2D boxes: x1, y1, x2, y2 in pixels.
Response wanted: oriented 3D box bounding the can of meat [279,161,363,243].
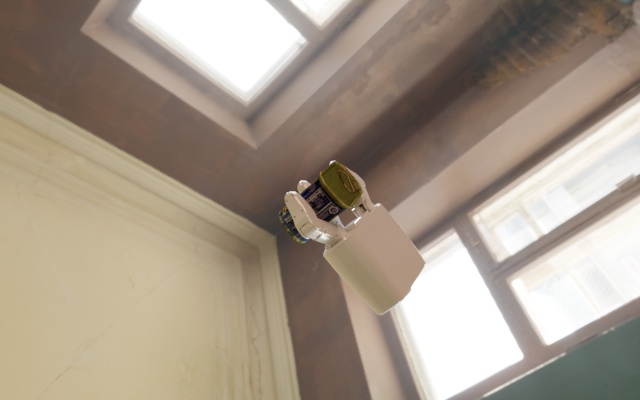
[{"bbox_3d":[0.000,0.002,0.625,0.084,0.057,0.102,-41,2,22],"label":"can of meat"}]
